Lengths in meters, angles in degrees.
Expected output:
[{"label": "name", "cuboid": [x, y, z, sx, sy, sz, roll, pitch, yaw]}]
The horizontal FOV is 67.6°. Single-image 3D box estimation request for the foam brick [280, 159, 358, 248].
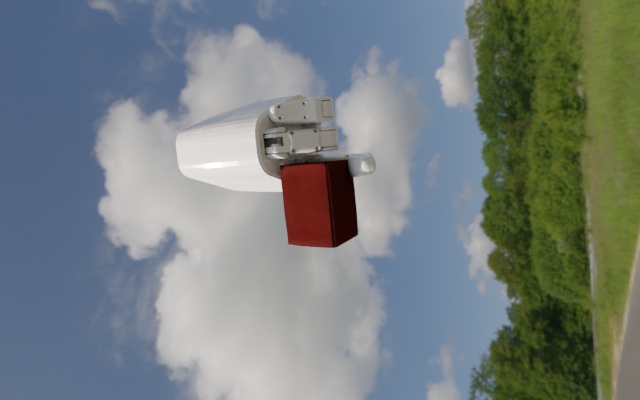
[{"label": "foam brick", "cuboid": [0.000, 0.002, 0.455, 0.051, 0.078, 0.053, -2, 6, 29]}]
